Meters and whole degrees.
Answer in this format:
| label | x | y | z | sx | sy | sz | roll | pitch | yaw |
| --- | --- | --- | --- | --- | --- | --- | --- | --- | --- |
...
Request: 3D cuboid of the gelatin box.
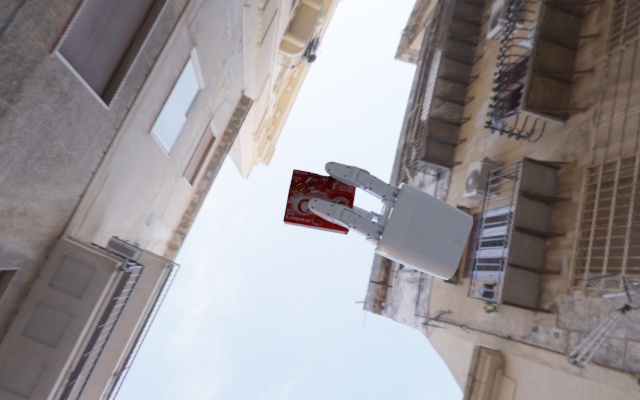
| label | x | y | z | sx | sy | sz | roll | pitch | yaw |
| --- | --- | --- | --- | --- | --- | --- | --- | --- | --- |
| gelatin box | 0.000 | 0.002 | 0.638 | 0.089 | 0.073 | 0.030 | 10 | -11 | 2 |
